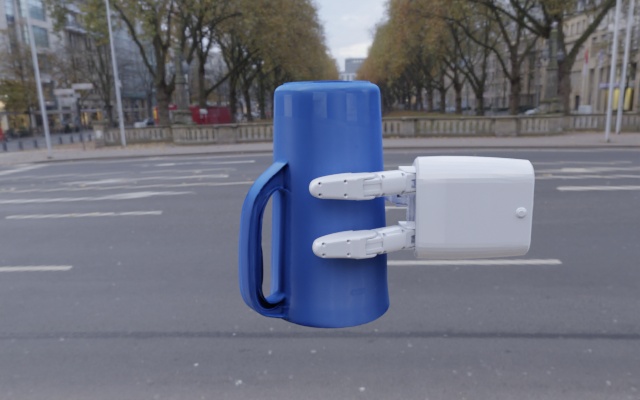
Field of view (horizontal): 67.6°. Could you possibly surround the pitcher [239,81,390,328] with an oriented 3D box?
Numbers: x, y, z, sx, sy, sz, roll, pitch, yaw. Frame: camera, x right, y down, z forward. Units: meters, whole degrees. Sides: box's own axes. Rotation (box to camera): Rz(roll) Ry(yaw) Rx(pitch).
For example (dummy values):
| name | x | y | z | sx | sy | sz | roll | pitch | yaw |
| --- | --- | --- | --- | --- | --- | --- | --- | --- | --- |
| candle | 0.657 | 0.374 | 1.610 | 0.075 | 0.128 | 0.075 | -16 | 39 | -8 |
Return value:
| name | x | y | z | sx | sy | sz | roll | pitch | yaw |
| --- | --- | --- | --- | --- | --- | --- | --- | --- | --- |
| pitcher | 0.000 | 0.002 | 0.499 | 0.145 | 0.243 | 0.149 | 1 | 11 | 8 |
